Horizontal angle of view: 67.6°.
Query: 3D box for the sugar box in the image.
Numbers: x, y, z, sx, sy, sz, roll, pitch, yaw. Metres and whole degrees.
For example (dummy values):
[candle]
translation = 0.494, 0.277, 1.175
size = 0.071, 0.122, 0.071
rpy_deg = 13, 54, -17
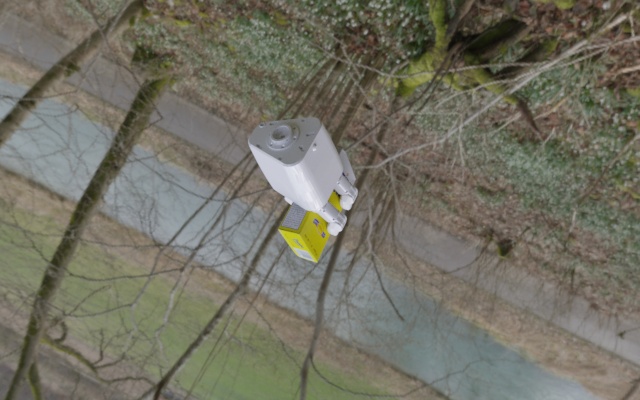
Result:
[sugar box]
translation = 0.001, 0.003, 0.788
size = 0.048, 0.176, 0.093
rpy_deg = 14, -28, 29
